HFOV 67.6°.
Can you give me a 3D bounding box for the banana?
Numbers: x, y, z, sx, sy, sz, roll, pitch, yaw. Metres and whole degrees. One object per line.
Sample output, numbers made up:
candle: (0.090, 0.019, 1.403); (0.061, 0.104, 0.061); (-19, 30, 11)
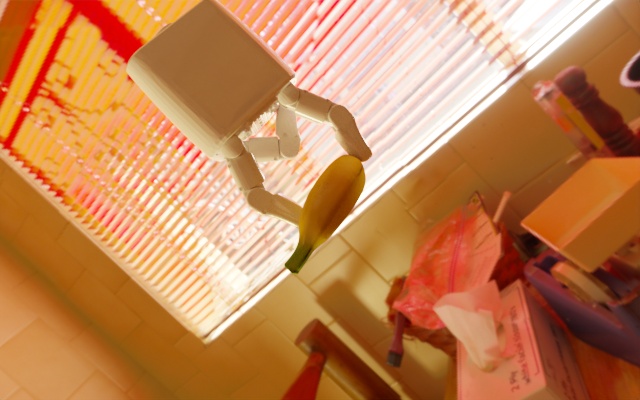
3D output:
banana: (0.012, -0.009, 0.422); (0.070, 0.037, 0.197); (-44, 4, 23)
